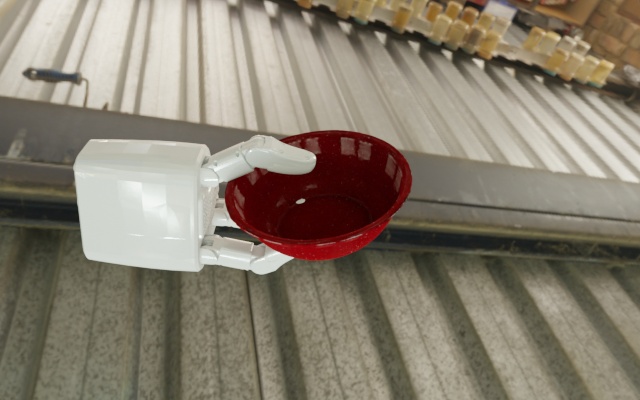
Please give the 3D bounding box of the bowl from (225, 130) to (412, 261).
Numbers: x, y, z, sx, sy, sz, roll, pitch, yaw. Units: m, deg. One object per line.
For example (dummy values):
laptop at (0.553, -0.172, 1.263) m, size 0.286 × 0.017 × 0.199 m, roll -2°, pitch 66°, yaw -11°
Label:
bowl at (0.001, 0.002, 0.426) m, size 0.162 × 0.055 × 0.162 m, roll -6°, pitch 39°, yaw 5°
